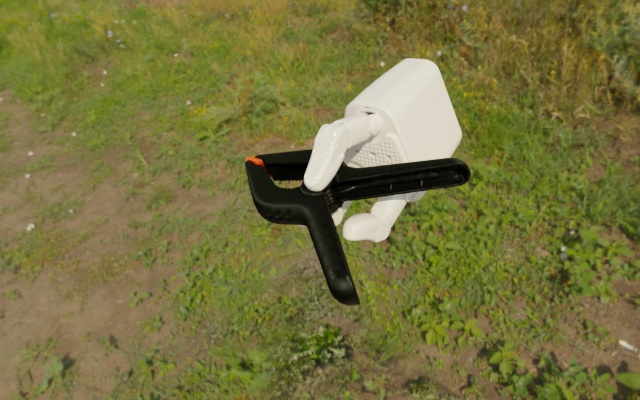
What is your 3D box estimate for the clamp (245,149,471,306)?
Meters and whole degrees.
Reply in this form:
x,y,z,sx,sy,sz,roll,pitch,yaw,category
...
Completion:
x,y,z,sx,sy,sz,roll,pitch,yaw,category
0.000,0.000,0.417,0.210,0.036,0.164,15,47,35,clamp
